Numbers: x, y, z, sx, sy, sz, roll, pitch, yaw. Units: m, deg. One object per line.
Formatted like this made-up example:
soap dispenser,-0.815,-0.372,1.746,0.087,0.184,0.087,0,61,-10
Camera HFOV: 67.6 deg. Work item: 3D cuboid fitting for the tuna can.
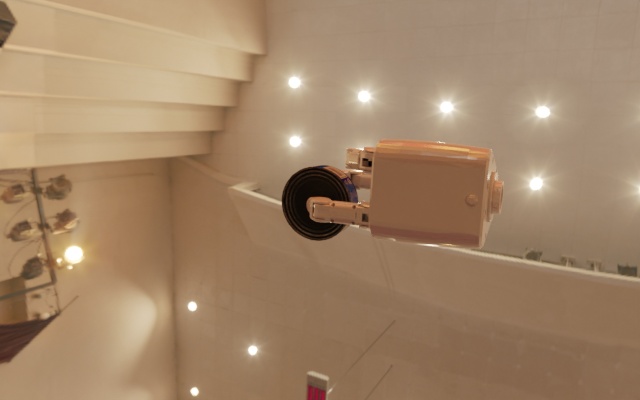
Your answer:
tuna can,0.000,0.002,0.559,0.086,0.086,0.033,0,8,23
